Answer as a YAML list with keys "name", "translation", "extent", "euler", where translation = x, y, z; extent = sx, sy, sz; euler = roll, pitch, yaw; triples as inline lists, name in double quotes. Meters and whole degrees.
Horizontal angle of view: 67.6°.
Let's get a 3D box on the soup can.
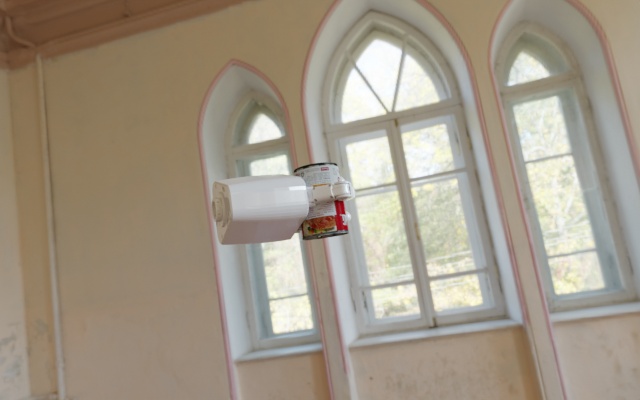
- name: "soup can"
  translation: [0.001, 0.002, 0.691]
  extent: [0.068, 0.102, 0.068]
  euler: [-9, -8, -1]
